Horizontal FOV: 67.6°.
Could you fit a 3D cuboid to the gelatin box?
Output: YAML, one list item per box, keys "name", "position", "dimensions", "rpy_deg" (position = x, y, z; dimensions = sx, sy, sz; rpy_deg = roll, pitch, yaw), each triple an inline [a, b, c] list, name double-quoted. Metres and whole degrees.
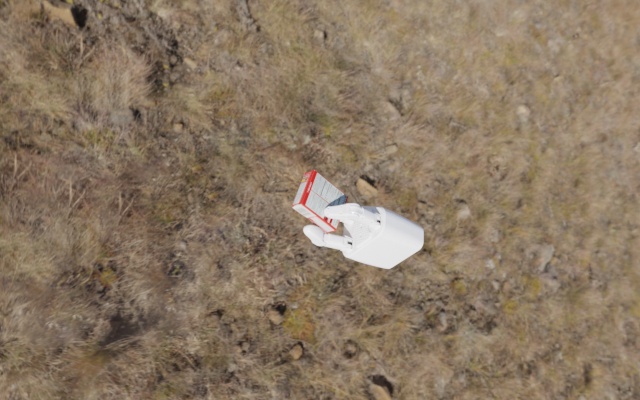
- name: "gelatin box"
  position: [0.000, 0.002, 0.821]
  dimensions: [0.089, 0.073, 0.030]
  rpy_deg: [38, -34, -29]
